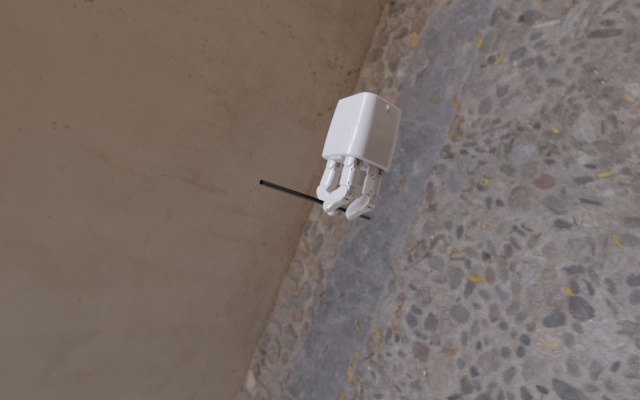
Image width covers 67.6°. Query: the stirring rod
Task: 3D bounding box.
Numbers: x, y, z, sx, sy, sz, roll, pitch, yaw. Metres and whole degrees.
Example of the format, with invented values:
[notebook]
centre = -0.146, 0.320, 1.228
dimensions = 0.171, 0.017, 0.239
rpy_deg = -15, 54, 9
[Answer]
[stirring rod]
centre = 0.000, 0.002, 0.768
dimensions = 0.239, 0.011, 0.011
rpy_deg = 19, -13, -41
